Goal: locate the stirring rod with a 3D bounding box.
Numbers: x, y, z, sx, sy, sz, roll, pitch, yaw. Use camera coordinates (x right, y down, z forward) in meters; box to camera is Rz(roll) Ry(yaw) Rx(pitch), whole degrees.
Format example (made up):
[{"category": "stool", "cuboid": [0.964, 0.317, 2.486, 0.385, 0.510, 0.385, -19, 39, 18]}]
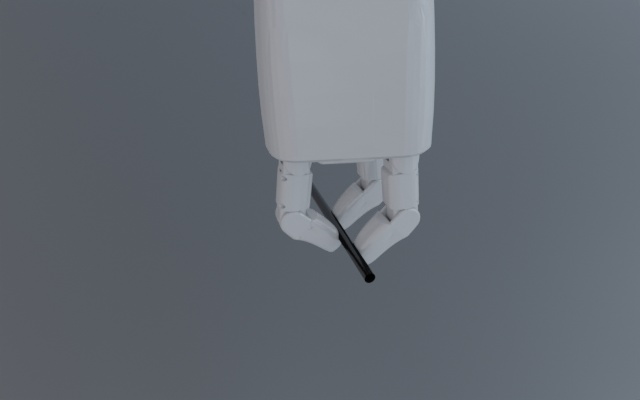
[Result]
[{"category": "stirring rod", "cuboid": [0.000, 0.001, 0.433, 0.011, 0.011, 0.239, 0, 26, -18]}]
